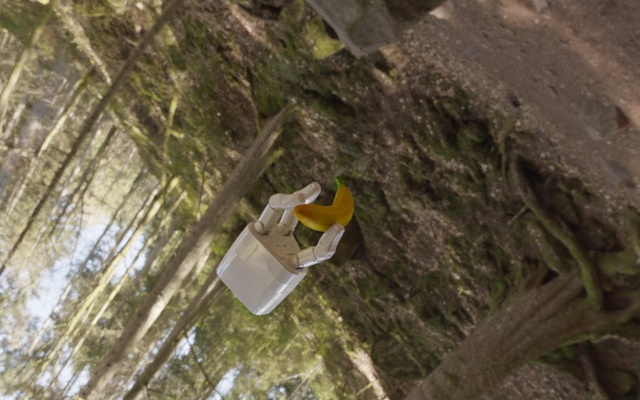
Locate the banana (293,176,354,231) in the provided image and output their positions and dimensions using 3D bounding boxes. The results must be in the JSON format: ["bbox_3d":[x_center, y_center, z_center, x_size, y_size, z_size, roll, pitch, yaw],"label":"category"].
[{"bbox_3d":[0.014,0.015,0.740,0.037,0.069,0.197,-46,-3,23],"label":"banana"}]
